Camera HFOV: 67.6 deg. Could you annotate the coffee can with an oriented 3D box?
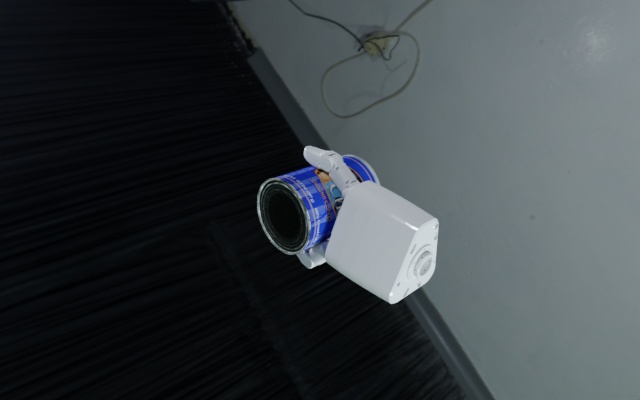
[{"bbox_3d":[0.000,0.002,0.651,0.140,0.103,0.103,-21,14,-40],"label":"coffee can"}]
